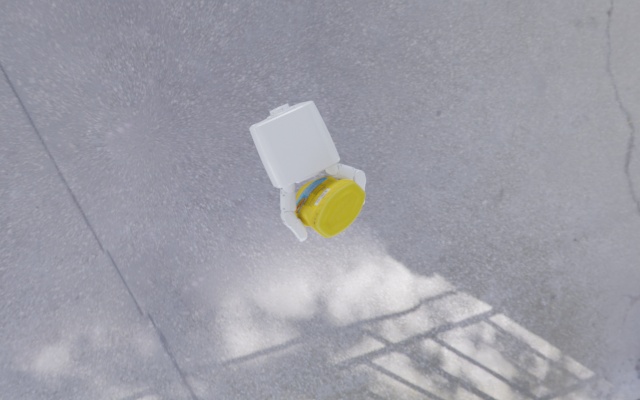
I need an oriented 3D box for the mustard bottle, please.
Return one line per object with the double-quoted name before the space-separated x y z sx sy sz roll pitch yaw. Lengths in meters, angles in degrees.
"mustard bottle" 0.000 0.003 0.808 0.058 0.096 0.191 41 -7 -20
